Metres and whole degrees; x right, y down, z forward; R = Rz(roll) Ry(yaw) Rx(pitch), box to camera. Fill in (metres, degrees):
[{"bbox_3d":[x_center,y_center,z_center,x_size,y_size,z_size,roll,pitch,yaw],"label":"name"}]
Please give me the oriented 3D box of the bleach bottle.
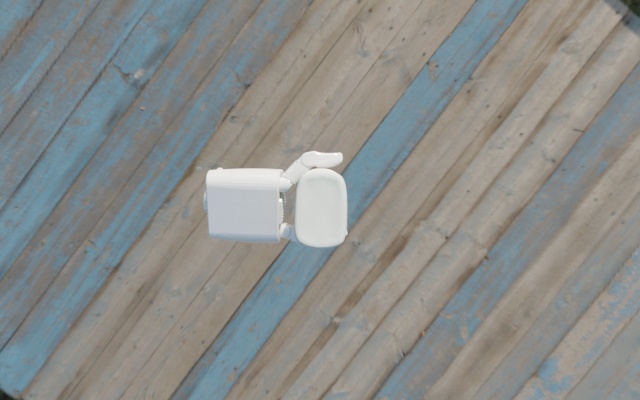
[{"bbox_3d":[0.000,0.002,0.725,0.068,0.102,0.251,2,4,0],"label":"bleach bottle"}]
